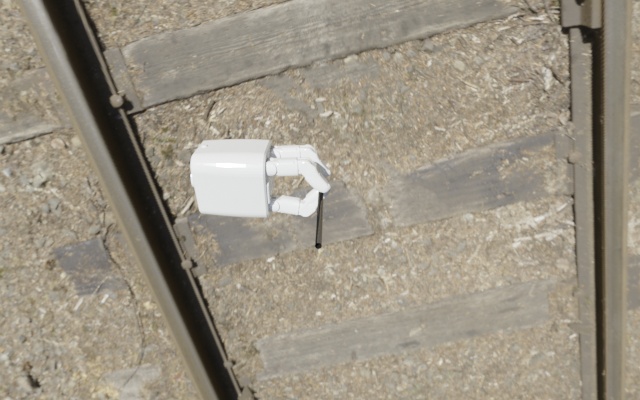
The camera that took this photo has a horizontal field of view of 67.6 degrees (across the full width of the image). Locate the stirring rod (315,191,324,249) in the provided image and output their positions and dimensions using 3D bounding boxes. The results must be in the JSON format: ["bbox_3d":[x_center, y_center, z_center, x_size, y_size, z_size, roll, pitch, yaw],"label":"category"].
[{"bbox_3d":[0.000,0.002,0.664,0.011,0.011,0.239,0,25,1],"label":"stirring rod"}]
